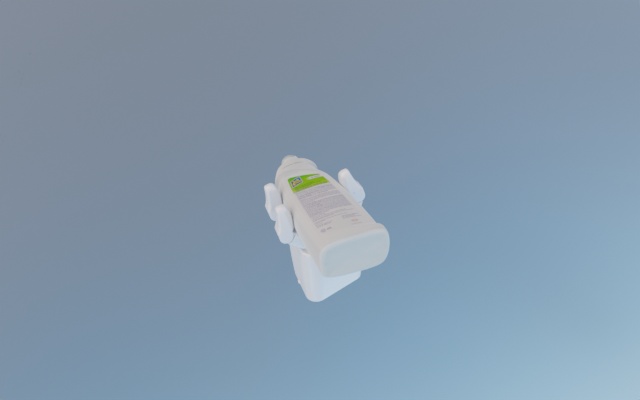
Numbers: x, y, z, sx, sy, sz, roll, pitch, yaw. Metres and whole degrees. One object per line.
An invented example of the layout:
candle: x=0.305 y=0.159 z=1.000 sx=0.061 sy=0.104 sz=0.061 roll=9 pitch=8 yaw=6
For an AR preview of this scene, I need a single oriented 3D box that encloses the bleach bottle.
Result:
bleach bottle: x=0.000 y=0.002 z=0.700 sx=0.102 sy=0.068 sz=0.250 roll=-14 pitch=38 yaw=-15
